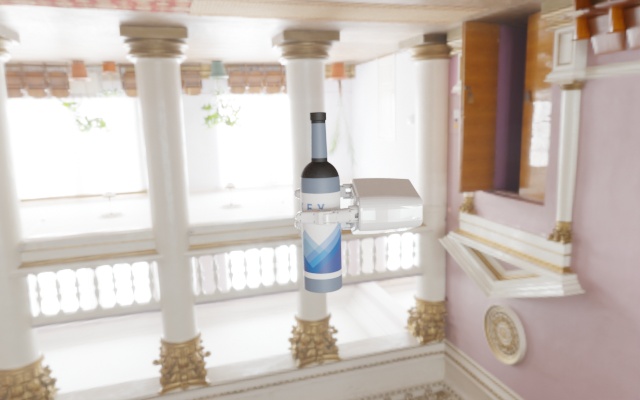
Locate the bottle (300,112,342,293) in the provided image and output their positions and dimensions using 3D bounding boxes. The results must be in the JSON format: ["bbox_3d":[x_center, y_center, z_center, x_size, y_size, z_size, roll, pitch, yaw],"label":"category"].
[{"bbox_3d":[0.000,0.003,0.796,0.069,0.296,0.069,-2,9,0],"label":"bottle"}]
